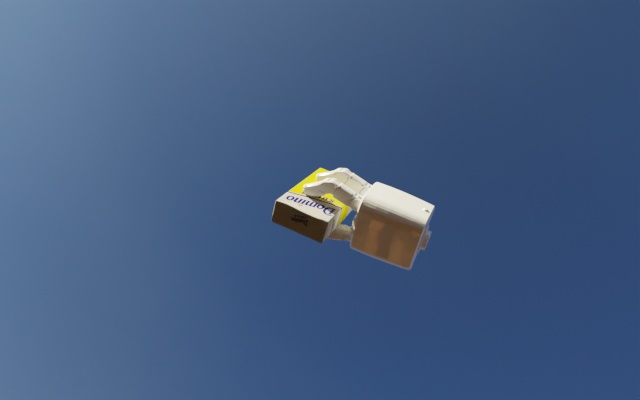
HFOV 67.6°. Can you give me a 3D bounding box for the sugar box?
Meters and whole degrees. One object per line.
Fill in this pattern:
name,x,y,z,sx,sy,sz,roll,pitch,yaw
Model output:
sugar box,0.000,0.002,0.805,0.093,0.048,0.176,23,26,14
